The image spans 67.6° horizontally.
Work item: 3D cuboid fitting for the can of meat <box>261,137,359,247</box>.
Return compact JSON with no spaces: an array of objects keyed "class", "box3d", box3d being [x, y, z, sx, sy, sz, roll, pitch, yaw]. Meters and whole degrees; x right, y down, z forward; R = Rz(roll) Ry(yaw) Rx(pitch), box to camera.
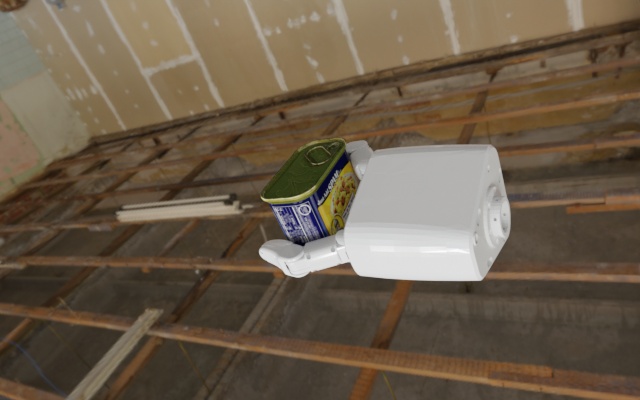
[{"class":"can of meat","box3d":[0.000,0.002,0.459,0.057,0.084,0.102,-4,35,32]}]
